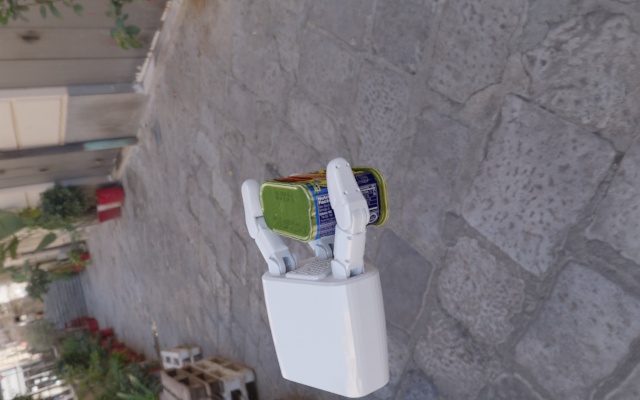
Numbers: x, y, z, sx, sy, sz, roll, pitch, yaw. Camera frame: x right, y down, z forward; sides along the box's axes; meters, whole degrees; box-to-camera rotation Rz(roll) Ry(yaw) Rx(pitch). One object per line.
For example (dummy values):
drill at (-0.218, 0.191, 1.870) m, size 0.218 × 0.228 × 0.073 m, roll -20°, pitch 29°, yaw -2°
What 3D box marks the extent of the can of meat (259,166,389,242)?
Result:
can of meat at (0.000, 0.002, 0.457) m, size 0.084 × 0.057 × 0.102 m, roll -13°, pitch 11°, yaw -32°
